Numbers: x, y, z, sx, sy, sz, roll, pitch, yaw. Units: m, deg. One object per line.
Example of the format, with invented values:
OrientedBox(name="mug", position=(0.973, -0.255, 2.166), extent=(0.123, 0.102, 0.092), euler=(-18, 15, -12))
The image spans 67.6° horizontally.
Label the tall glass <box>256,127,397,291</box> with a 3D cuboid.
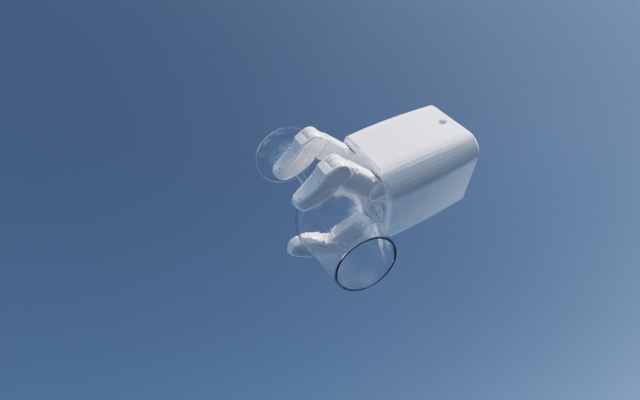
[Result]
OrientedBox(name="tall glass", position=(0.000, 0.001, 0.490), extent=(0.079, 0.079, 0.201), euler=(0, 34, -29))
